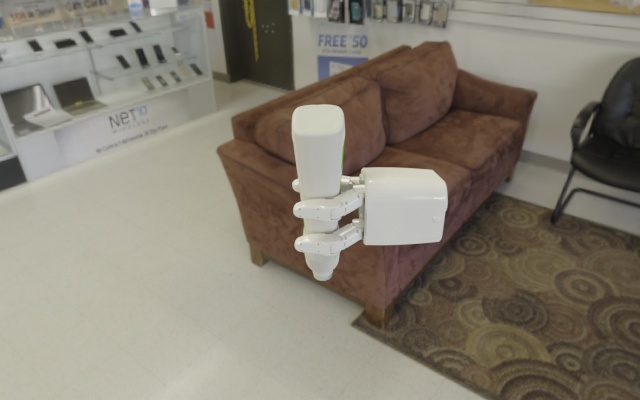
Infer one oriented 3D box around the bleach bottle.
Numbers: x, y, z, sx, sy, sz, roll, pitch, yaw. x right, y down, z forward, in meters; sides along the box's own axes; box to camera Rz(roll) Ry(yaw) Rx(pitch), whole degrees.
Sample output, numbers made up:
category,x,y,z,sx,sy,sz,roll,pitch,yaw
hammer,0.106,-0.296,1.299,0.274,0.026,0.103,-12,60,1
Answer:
category,x,y,z,sx,sy,sz,roll,pitch,yaw
bleach bottle,0.000,0.002,0.668,0.068,0.251,0.102,-1,32,1
